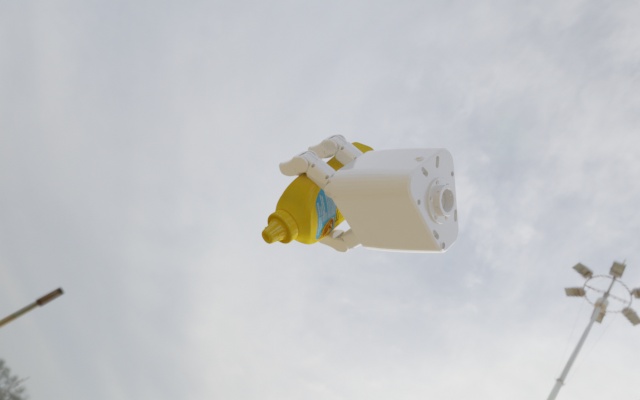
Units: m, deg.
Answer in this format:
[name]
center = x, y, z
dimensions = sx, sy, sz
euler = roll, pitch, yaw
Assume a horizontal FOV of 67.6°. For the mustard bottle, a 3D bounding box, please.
[mustard bottle]
center = 0.000, 0.002, 0.609
dimensions = 0.058, 0.096, 0.191
euler = 27, 43, 31
